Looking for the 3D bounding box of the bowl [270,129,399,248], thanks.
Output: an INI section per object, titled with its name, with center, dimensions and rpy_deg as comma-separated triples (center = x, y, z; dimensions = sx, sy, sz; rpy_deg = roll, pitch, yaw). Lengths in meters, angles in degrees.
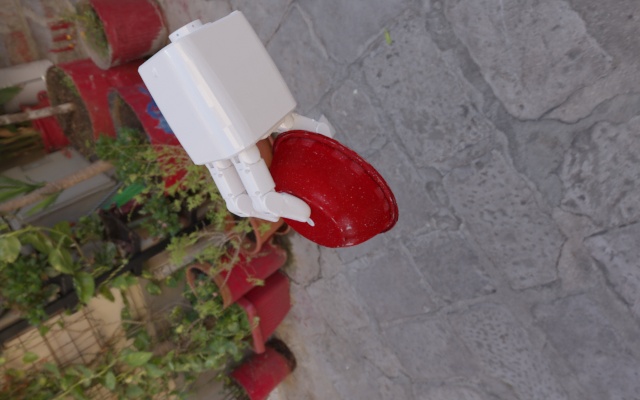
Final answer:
[bowl]
center = 0.001, 0.003, 0.515
dimensions = 0.162, 0.055, 0.162
rpy_deg = 28, -27, 16
